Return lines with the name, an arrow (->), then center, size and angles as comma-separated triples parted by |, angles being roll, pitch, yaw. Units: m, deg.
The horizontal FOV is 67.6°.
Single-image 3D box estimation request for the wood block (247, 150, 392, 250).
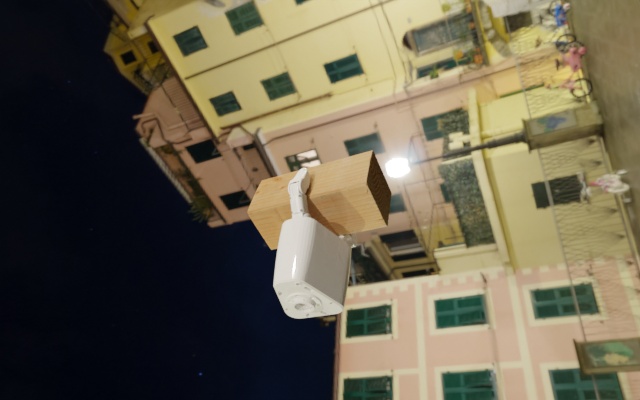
wood block -> 0.000, 0.003, 0.772 | 0.206, 0.091, 0.090 | -13, 34, 23
